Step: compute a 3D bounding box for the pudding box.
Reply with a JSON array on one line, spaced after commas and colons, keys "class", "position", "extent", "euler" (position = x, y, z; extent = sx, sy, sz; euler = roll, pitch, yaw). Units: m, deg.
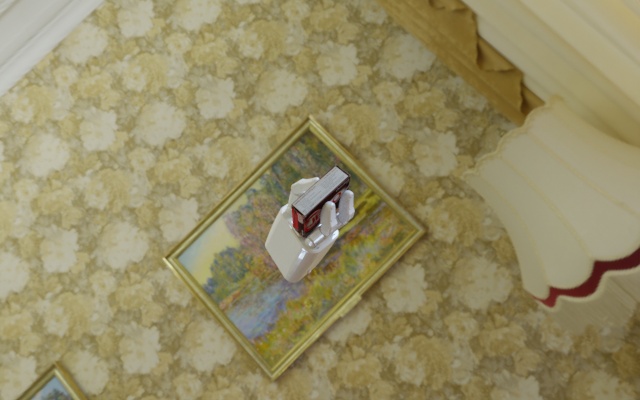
[{"class": "pudding box", "position": [0.000, 0.003, 0.828], "extent": [0.039, 0.113, 0.090], "euler": [40, -21, 16]}]
